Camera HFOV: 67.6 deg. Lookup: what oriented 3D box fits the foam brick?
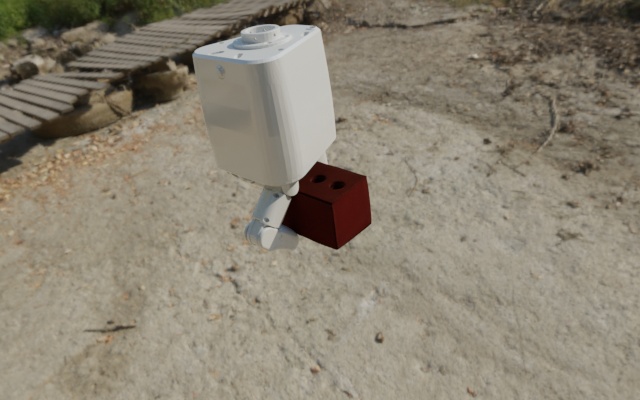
[{"bbox_3d":[0.000,0.002,0.441,0.078,0.051,0.053,19,40,36],"label":"foam brick"}]
